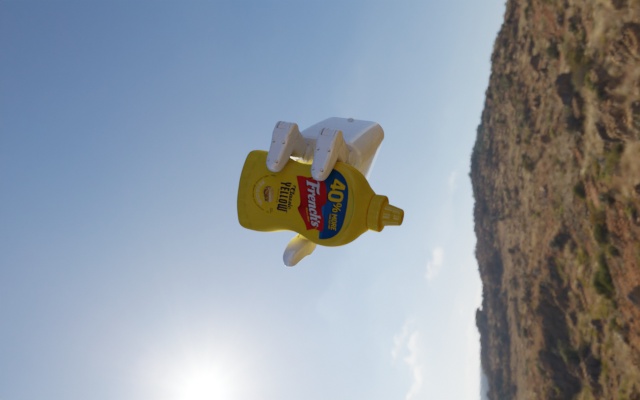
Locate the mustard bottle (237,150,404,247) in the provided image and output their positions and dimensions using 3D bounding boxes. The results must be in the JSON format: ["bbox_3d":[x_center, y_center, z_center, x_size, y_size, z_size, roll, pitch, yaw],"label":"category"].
[{"bbox_3d":[0.000,0.002,0.542,0.191,0.096,0.058,11,4,22],"label":"mustard bottle"}]
